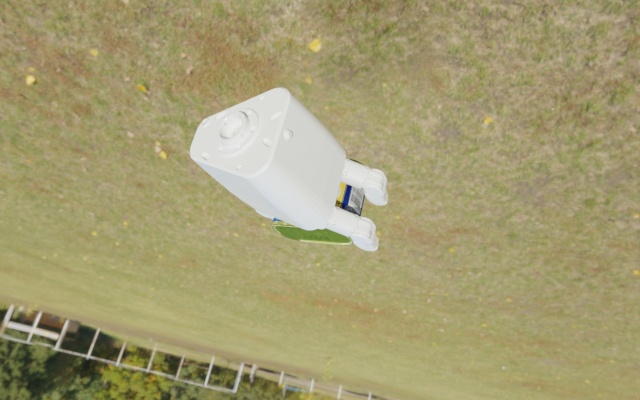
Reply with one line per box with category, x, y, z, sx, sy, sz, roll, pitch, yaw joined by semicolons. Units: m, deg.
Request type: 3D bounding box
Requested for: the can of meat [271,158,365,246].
can of meat;0.000;0.002;0.548;0.102;0.084;0.057;1;-25;29
